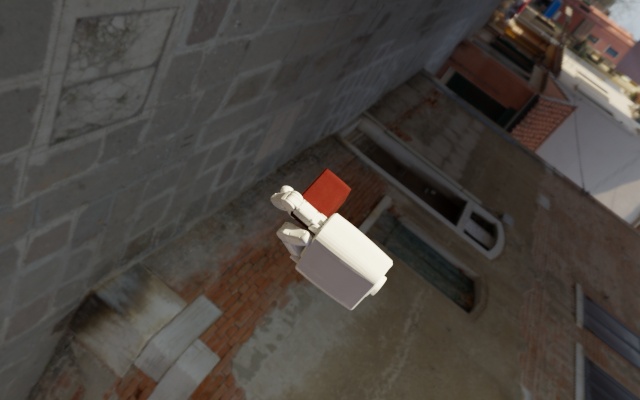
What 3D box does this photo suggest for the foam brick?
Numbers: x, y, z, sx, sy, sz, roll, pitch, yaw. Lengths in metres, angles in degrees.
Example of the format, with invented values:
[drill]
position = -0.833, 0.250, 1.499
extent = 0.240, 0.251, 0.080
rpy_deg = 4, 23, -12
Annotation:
[foam brick]
position = 0.000, 0.002, 0.715
extent = 0.051, 0.078, 0.053
rpy_deg = 38, -25, 8
